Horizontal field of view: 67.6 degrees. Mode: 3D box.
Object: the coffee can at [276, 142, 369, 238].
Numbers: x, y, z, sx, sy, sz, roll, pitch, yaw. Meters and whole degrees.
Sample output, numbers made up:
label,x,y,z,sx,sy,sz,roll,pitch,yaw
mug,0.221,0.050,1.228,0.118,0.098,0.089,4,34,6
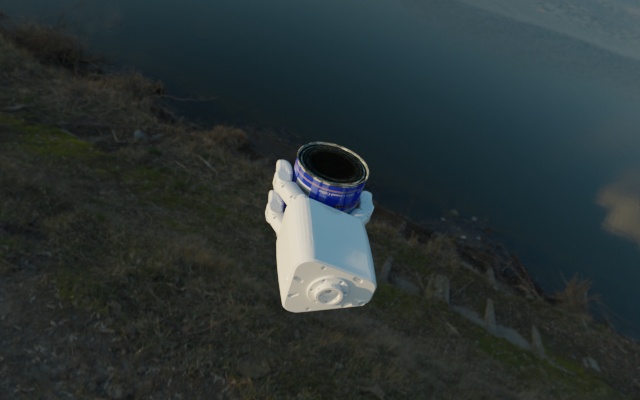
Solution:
label,x,y,z,sx,sy,sz,roll,pitch,yaw
coffee can,0.000,0.002,0.689,0.103,0.140,0.102,12,37,-9
